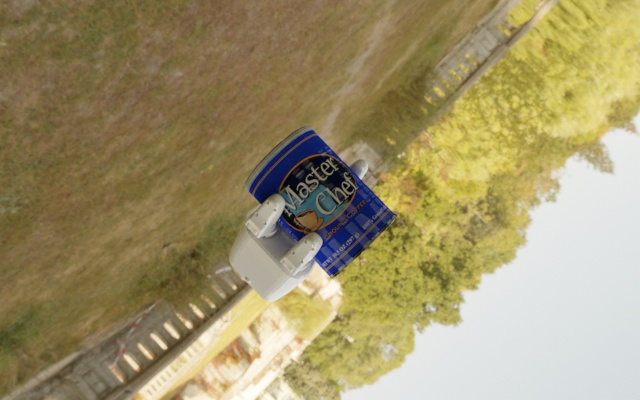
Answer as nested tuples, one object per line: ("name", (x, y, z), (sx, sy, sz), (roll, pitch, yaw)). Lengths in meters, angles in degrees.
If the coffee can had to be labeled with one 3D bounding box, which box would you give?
("coffee can", (0.000, 0.002, 0.534), (0.103, 0.140, 0.103), (-44, -4, -4))
